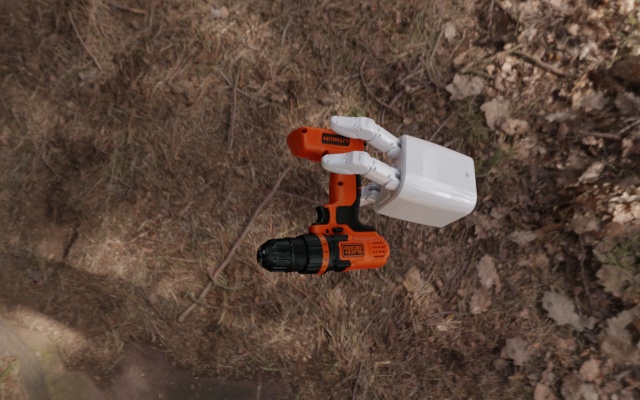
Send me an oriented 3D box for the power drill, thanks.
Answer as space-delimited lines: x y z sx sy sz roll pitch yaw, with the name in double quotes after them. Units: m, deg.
0.000 0.002 0.622 0.184 0.187 0.057 2 -12 -31 "power drill"
